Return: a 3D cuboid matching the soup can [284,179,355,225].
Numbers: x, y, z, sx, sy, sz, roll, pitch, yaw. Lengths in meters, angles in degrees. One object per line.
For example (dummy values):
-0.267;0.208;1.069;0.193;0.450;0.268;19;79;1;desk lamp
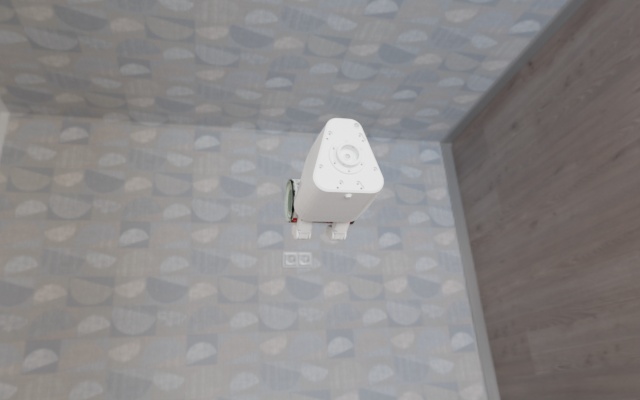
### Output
0.000;0.002;0.735;0.102;0.068;0.068;2;-1;-14;soup can
